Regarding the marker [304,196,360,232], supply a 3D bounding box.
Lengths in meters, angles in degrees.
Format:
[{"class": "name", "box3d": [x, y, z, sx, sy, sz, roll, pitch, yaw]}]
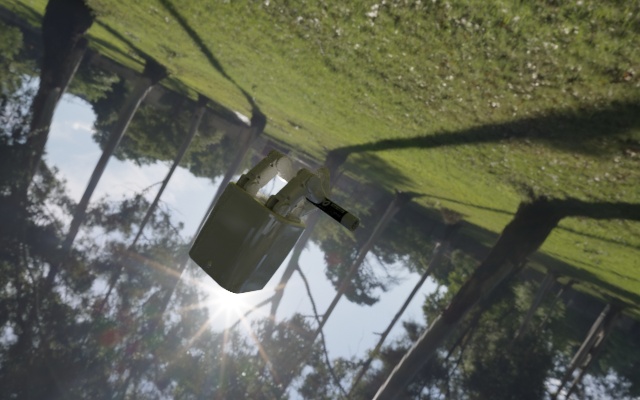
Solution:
[{"class": "marker", "box3d": [0.000, 0.002, 0.615, 0.121, 0.020, 0.020, 34, 20, 33]}]
